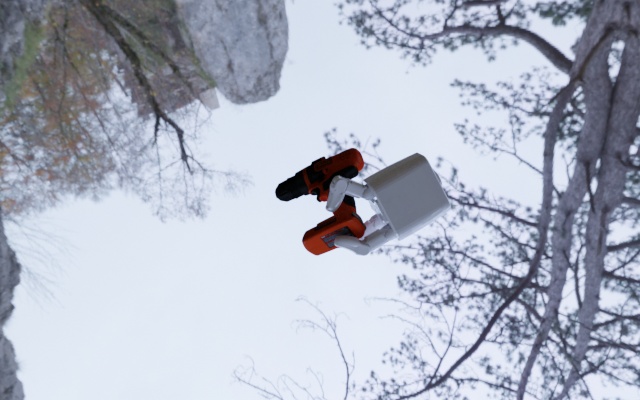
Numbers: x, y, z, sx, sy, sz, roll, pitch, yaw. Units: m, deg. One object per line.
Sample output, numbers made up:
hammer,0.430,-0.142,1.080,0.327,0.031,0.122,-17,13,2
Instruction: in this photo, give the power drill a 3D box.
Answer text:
power drill,0.000,0.003,0.850,0.184,0.187,0.057,-26,-45,19
